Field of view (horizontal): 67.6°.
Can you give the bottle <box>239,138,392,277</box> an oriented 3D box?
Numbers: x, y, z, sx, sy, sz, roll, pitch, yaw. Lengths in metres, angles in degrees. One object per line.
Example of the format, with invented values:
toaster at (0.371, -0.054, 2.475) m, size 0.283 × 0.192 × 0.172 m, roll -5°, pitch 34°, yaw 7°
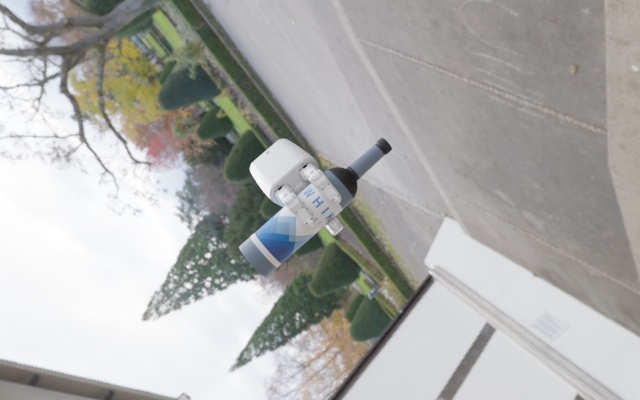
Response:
bottle at (0.000, 0.003, 0.783) m, size 0.295 × 0.069 × 0.069 m, roll -41°, pitch 3°, yaw -4°
